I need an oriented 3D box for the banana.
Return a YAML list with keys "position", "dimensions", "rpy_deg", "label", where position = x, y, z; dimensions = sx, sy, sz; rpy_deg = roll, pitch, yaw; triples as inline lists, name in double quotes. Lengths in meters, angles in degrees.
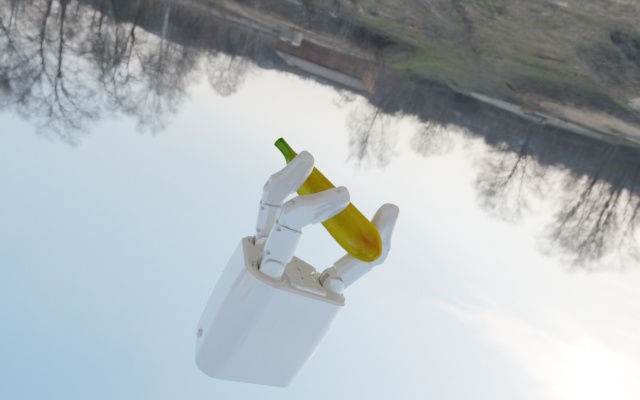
- position: [0.009, 0.008, 0.463]
  dimensions: [0.070, 0.037, 0.197]
  rpy_deg: [37, 7, -44]
  label: "banana"
